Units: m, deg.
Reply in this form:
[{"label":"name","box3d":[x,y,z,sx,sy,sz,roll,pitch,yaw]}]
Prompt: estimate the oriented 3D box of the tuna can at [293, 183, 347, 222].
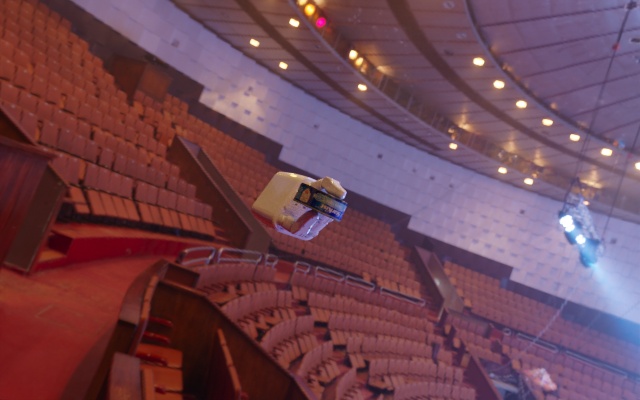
[{"label":"tuna can","box3d":[0.000,0.002,0.780,0.086,0.034,0.086,25,-1,0]}]
